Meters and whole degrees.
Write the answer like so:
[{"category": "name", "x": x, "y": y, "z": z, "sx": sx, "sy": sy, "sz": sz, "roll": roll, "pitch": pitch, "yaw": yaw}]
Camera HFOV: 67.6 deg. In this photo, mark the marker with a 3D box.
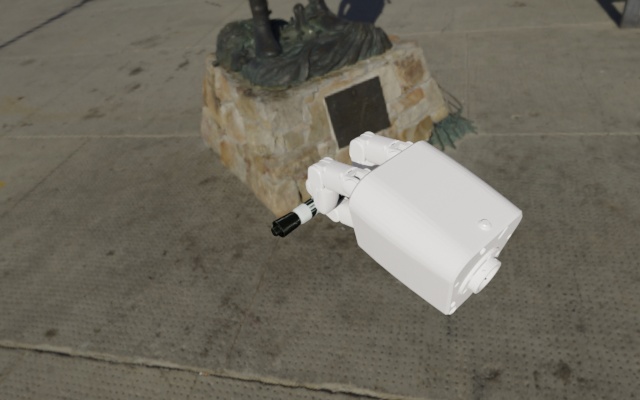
[{"category": "marker", "x": 0.000, "y": 0.002, "z": 0.483, "sx": 0.121, "sy": 0.020, "sz": 0.020, "roll": -34, "pitch": 17, "yaw": -27}]
